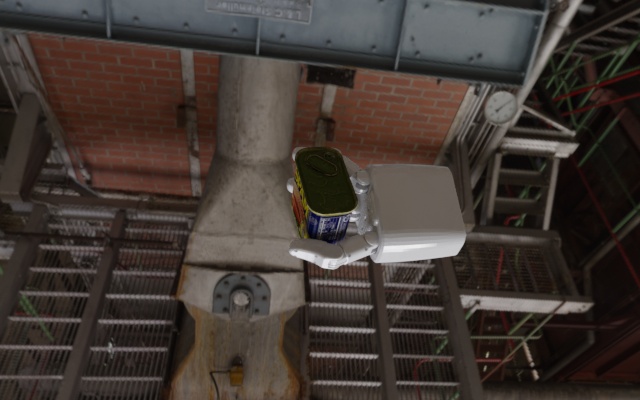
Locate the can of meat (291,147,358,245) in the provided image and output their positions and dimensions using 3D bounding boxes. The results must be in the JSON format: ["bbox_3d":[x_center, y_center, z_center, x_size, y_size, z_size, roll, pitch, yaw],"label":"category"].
[{"bbox_3d":[0.000,0.002,0.563,0.057,0.102,0.084,-5,-39,-14],"label":"can of meat"}]
